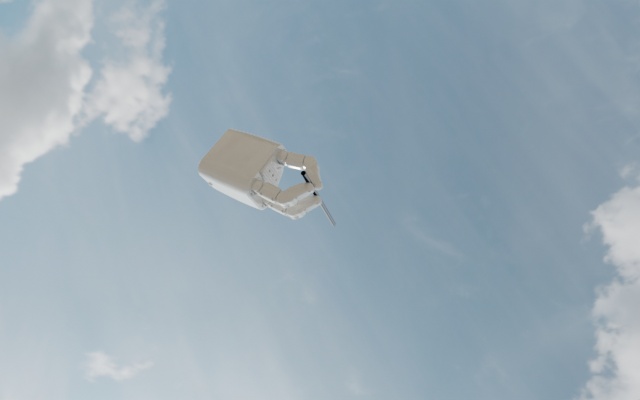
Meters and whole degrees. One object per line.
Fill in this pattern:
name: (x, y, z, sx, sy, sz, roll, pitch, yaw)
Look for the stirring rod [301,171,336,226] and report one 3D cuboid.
stirring rod: (0.000, 0.003, 0.823, 0.011, 0.011, 0.240, 0, -21, 13)
